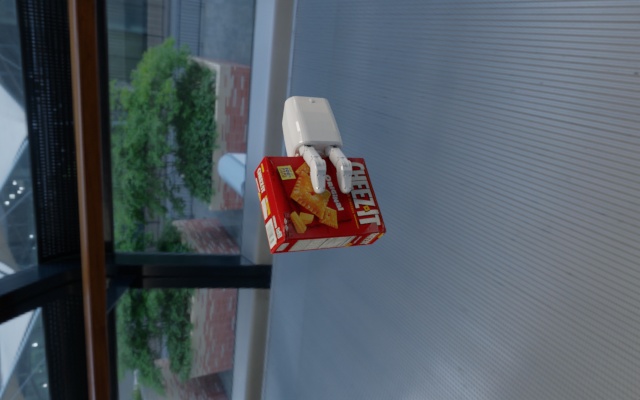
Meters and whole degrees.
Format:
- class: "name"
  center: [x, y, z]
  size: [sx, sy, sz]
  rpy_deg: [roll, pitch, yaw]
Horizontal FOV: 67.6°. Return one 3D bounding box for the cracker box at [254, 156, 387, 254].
- class: "cracker box"
  center: [0.000, 0.003, 0.882]
  size: [0.214, 0.164, 0.072]
  rpy_deg: [-2, -25, -28]
